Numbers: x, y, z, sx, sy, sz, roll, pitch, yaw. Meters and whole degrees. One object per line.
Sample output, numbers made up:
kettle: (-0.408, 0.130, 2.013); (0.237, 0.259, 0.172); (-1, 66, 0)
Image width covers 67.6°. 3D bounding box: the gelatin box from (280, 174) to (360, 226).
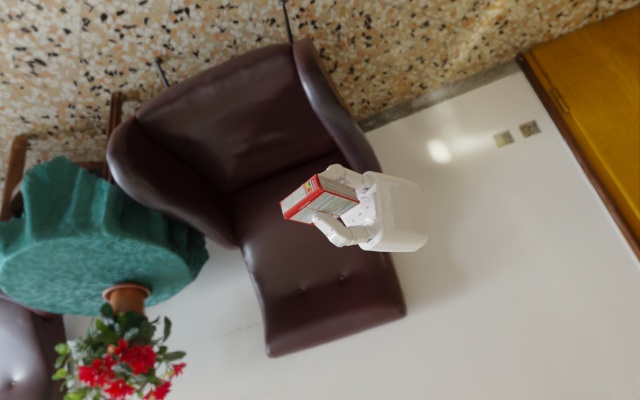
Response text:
gelatin box: (0.000, 0.003, 0.666); (0.073, 0.030, 0.089); (-36, -32, 29)
